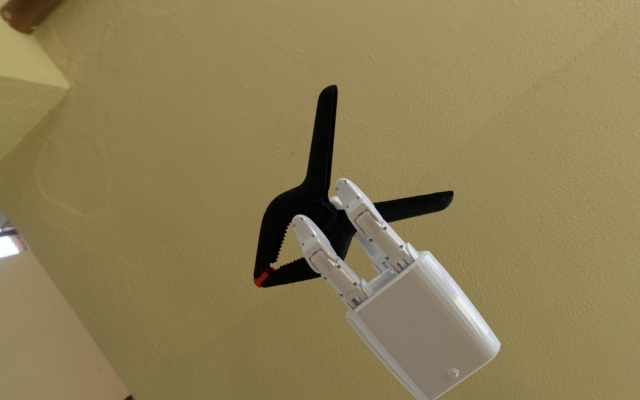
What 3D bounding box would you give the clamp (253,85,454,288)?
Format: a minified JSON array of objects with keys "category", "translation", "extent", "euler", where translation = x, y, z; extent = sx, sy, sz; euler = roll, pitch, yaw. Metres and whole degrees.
[{"category":"clamp","translation":[0.000,0.002,0.479],"extent":[0.210,0.164,0.036],"euler":[-41,-8,12]}]
